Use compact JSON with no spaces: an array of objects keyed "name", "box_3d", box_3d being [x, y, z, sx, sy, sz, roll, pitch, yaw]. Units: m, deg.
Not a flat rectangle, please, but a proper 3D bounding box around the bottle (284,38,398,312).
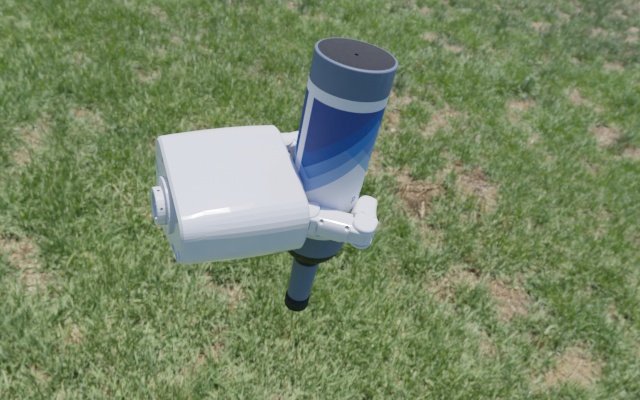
[{"name":"bottle","box_3d":[0.000,0.001,0.456,0.069,0.296,0.069,9,37,-7]}]
